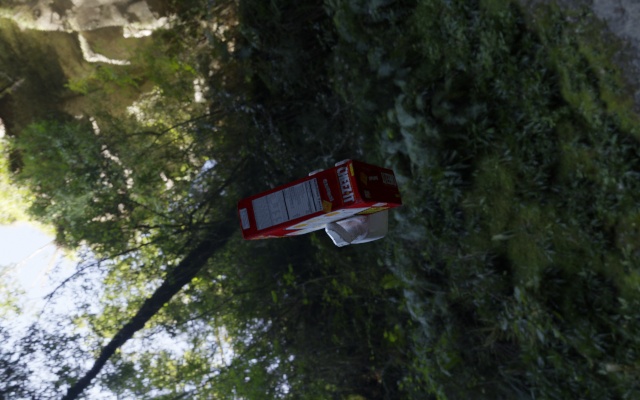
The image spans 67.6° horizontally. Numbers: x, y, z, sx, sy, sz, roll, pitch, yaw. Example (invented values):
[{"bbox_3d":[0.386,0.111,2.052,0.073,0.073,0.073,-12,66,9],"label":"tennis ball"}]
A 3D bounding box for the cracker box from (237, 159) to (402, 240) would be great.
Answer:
[{"bbox_3d":[0.000,0.003,0.768,0.214,0.072,0.164,-19,-10,27],"label":"cracker box"}]
